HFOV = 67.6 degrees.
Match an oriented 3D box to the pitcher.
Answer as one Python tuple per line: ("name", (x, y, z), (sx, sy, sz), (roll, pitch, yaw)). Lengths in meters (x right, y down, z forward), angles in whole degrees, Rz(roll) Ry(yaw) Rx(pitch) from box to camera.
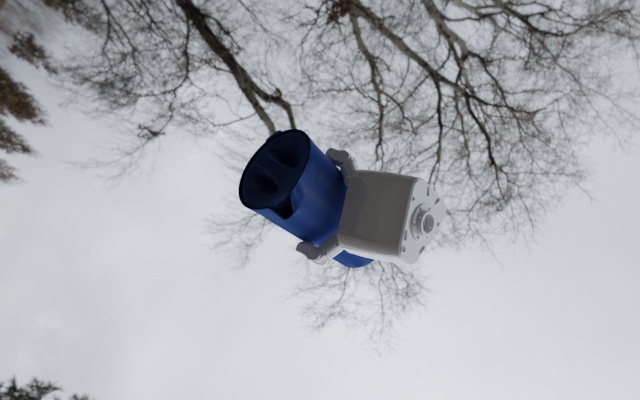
("pitcher", (0.000, 0.003, 0.744), (0.145, 0.149, 0.243), (8, -23, 45))
